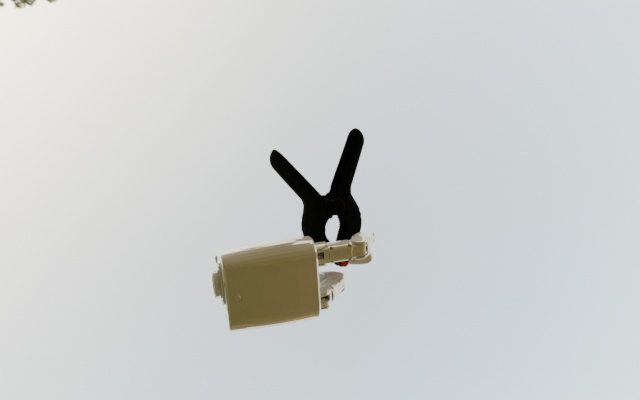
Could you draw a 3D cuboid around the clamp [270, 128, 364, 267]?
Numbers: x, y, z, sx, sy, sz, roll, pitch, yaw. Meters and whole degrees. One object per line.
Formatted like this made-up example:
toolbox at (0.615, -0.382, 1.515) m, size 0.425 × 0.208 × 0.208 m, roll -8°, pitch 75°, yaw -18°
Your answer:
clamp at (0.000, 0.002, 0.582) m, size 0.120 × 0.171 × 0.039 m, roll -7°, pitch 13°, yaw -17°
